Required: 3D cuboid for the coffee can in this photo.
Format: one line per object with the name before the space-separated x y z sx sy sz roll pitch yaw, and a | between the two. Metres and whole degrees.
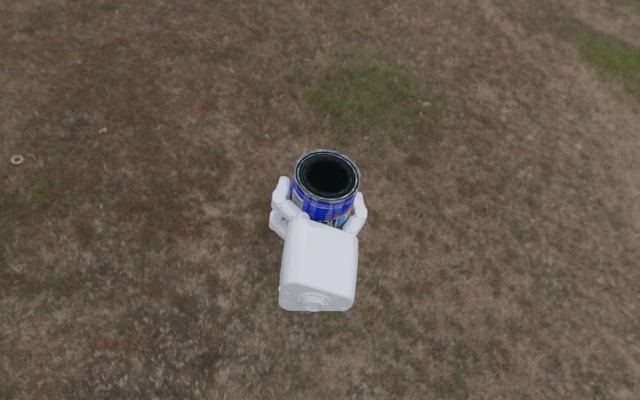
coffee can | 0.000 0.002 0.766 0.103 0.102 0.140 0 -36 -11
